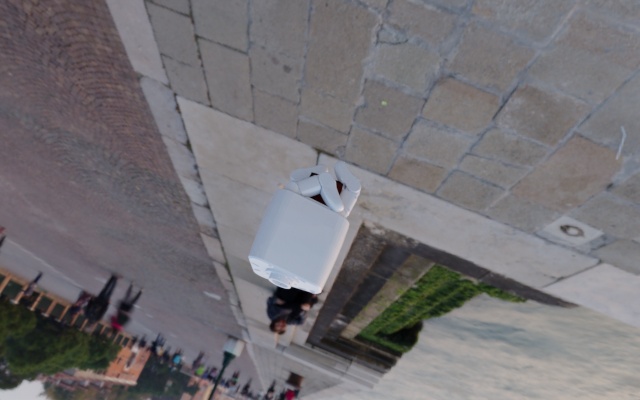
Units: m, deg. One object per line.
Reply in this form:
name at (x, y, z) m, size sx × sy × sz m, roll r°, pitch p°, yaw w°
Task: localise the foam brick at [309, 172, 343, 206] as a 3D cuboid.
foam brick at (0.000, 0.002, 0.724) m, size 0.053 × 0.051 × 0.078 m, roll 19°, pitch -23°, yaw 8°
